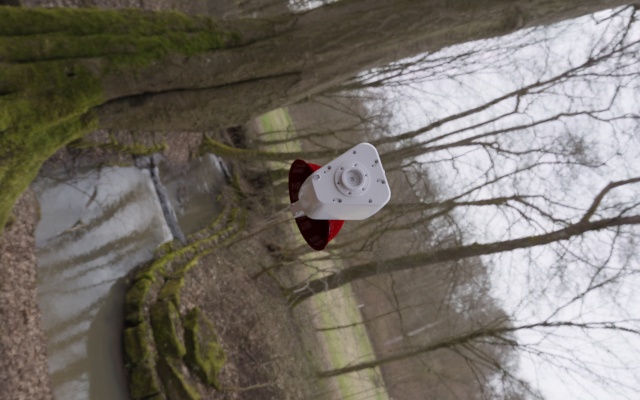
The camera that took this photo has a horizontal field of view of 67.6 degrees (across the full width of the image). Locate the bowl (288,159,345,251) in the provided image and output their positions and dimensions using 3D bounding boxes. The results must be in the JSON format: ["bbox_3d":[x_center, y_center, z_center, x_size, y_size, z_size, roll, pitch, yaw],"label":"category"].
[{"bbox_3d":[0.000,0.003,0.828,0.055,0.162,0.162,-14,6,-24],"label":"bowl"}]
